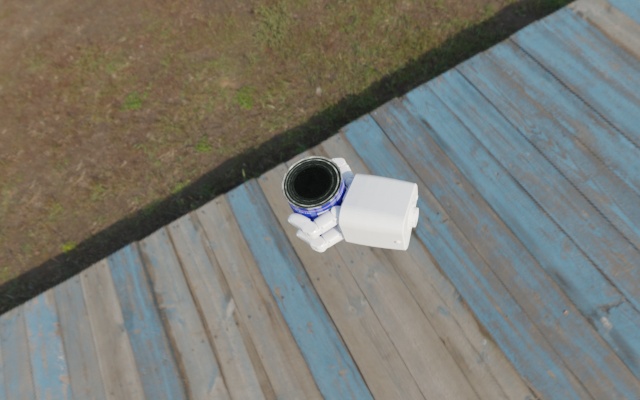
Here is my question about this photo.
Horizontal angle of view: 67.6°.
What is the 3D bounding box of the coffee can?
[{"bbox_3d":[0.000,0.003,0.840,0.103,0.102,0.140,0,-29,14],"label":"coffee can"}]
